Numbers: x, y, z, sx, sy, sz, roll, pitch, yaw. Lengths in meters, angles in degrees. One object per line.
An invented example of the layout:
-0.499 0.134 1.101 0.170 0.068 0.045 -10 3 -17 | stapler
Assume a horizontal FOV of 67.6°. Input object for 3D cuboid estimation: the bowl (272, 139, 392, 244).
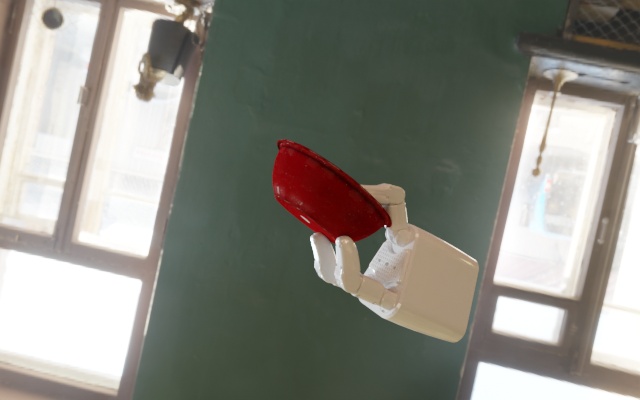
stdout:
-0.001 0.001 0.544 0.162 0.055 0.162 36 -9 6 | bowl
